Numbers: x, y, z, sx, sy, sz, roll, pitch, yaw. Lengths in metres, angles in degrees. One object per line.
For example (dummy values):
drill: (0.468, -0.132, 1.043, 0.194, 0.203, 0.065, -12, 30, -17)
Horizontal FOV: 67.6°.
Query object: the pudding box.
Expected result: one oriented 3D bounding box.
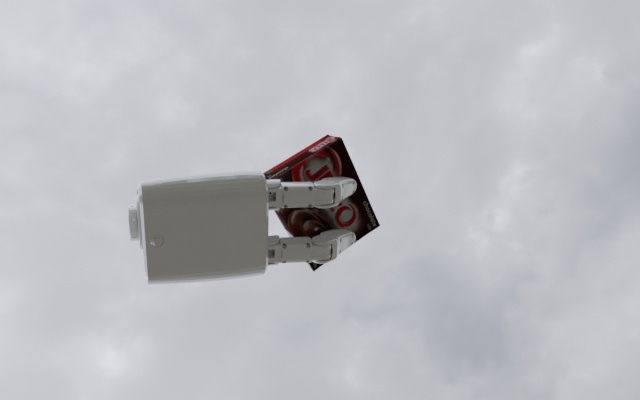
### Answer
pudding box: (0.000, 0.002, 0.495, 0.090, 0.113, 0.039, -33, 27, -13)
